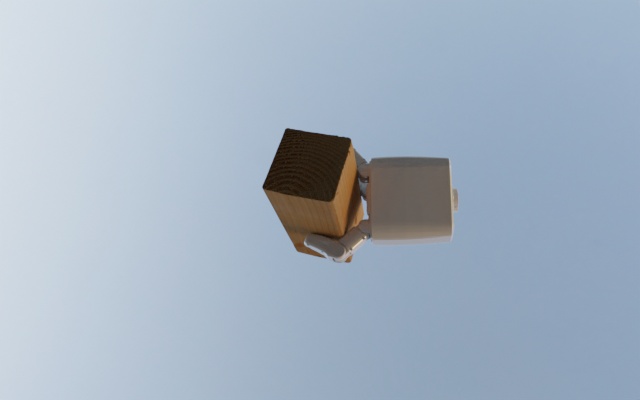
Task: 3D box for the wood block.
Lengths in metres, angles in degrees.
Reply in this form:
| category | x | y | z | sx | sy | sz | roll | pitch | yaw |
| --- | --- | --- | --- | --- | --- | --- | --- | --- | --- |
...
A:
| category | x | y | z | sx | sy | sz | roll | pitch | yaw |
| --- | --- | --- | --- | --- | --- | --- | --- | --- | --- |
| wood block | 0.000 | 0.003 | 0.653 | 0.090 | 0.090 | 0.206 | 11 | -25 | 15 |
